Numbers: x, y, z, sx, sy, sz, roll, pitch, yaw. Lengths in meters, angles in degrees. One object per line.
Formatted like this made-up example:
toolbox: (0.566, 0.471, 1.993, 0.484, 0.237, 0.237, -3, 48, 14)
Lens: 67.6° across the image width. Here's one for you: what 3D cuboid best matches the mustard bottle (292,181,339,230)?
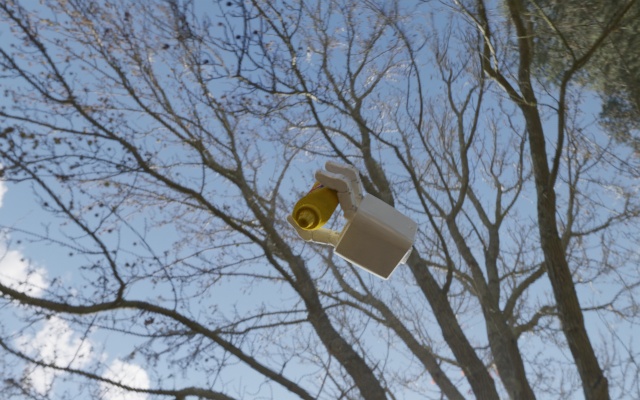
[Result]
mustard bottle: (0.000, 0.002, 0.817, 0.096, 0.058, 0.191, -36, 7, 25)
